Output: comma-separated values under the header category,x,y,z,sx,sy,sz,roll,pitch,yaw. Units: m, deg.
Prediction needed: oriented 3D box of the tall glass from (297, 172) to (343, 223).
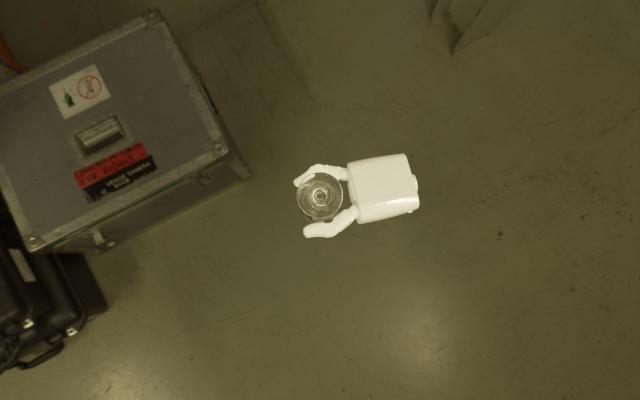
category,x,y,z,sx,sy,sz,roll,pitch,yaw
tall glass,0.000,0.003,0.856,0.079,0.079,0.201,0,-7,0
